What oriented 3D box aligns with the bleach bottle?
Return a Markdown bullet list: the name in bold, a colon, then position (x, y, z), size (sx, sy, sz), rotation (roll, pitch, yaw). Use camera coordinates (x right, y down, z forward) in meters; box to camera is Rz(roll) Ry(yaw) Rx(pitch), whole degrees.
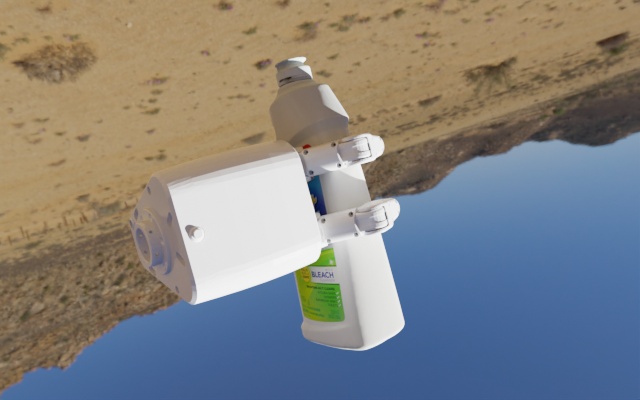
- **bleach bottle**: position (0.000, 0.001, 0.431), size (0.068, 0.251, 0.102), rotation (-17, 5, -36)
